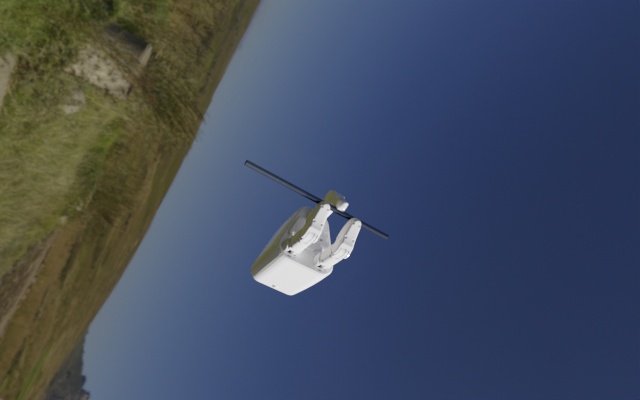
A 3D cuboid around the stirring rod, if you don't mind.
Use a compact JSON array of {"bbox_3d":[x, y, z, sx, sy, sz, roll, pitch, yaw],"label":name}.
[{"bbox_3d":[0.000,0.002,0.679,0.239,0.011,0.011,28,-10,-19],"label":"stirring rod"}]
